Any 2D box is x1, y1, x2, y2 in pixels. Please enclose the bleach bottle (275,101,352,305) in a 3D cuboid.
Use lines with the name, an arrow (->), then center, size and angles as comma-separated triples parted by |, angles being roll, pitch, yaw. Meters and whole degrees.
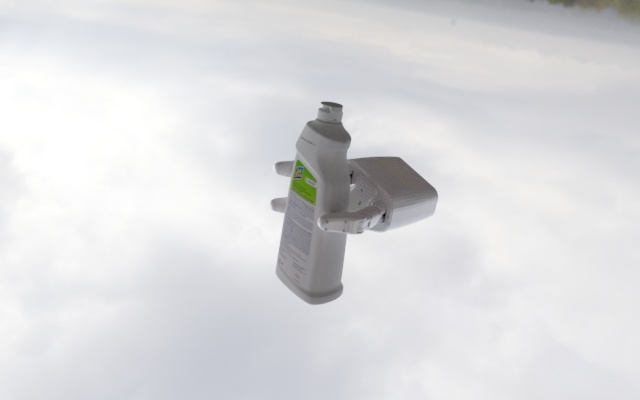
bleach bottle -> 0.000, 0.002, 0.615 | 0.068, 0.251, 0.102 | -10, 30, -40
